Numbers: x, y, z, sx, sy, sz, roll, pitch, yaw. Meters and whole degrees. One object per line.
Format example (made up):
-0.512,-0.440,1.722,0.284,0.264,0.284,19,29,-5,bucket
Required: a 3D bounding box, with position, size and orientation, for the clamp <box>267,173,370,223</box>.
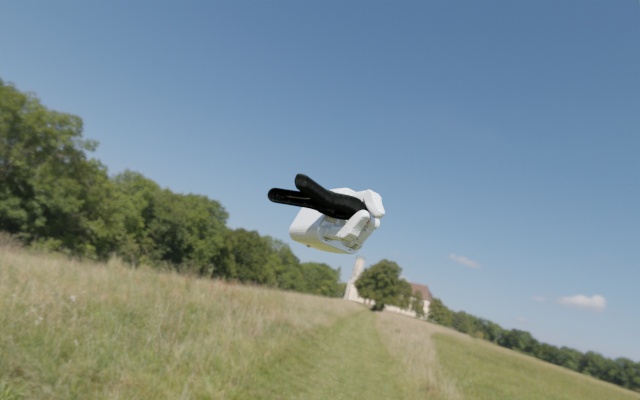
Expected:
0.000,0.002,0.780,0.171,0.039,0.120,24,-16,-31,clamp
